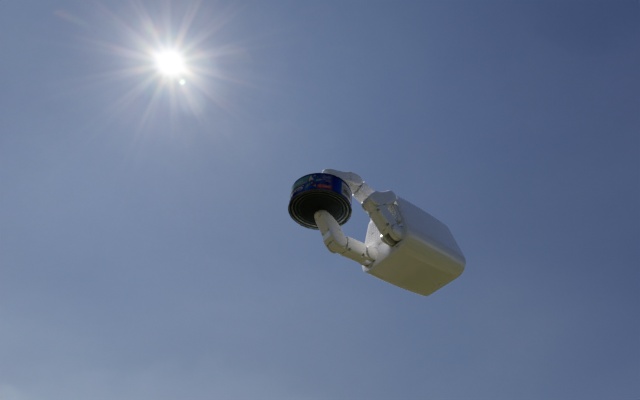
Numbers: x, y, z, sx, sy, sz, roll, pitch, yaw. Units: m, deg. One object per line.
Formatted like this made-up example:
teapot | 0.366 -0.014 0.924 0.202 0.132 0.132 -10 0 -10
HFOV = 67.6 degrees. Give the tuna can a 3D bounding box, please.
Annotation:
tuna can | 0.000 0.002 0.648 0.086 0.033 0.086 2 -40 2
